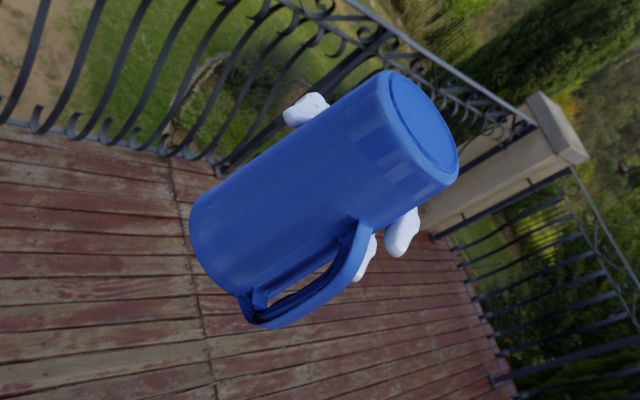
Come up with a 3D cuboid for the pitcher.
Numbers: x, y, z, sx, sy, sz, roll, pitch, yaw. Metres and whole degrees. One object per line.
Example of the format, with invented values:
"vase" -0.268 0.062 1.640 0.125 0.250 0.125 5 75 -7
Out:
"pitcher" 0.000 0.001 0.440 0.243 0.149 0.145 -33 2 33
